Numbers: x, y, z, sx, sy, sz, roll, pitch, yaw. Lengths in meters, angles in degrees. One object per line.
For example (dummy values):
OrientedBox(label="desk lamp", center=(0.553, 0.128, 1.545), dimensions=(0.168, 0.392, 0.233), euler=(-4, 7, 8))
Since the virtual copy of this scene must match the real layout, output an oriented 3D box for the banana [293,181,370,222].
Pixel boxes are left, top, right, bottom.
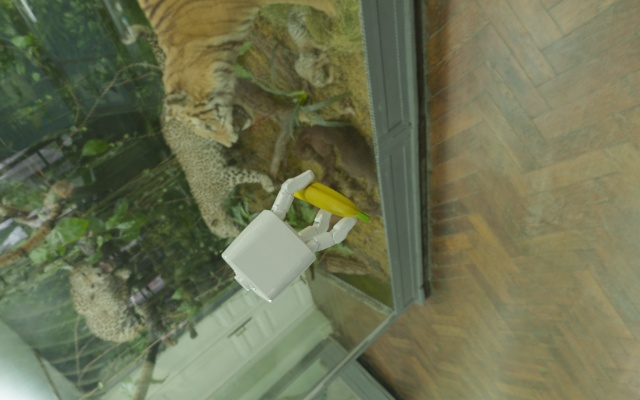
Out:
OrientedBox(label="banana", center=(-0.006, -0.006, 0.834), dimensions=(0.197, 0.037, 0.070), euler=(26, -17, 42))
